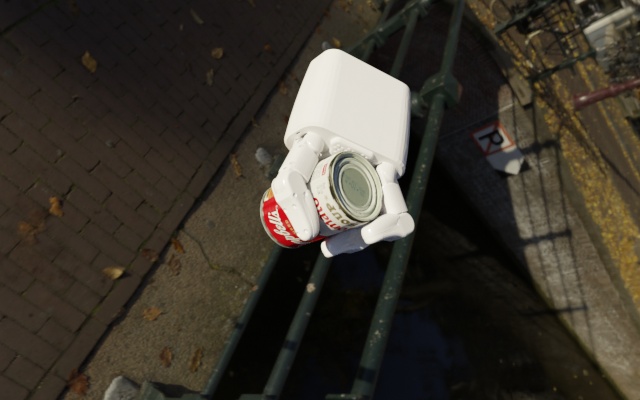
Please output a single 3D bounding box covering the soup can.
[{"bbox_3d":[0.000,0.002,0.450,0.068,0.068,0.102,0,-17,-44],"label":"soup can"}]
